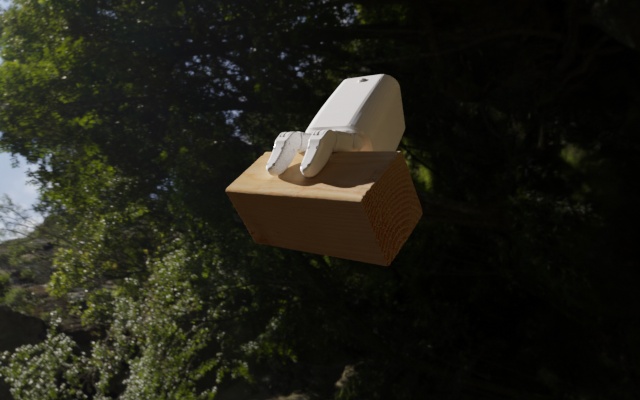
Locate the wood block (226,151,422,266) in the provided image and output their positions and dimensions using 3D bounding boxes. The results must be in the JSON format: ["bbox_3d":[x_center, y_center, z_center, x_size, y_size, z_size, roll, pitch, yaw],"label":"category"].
[{"bbox_3d":[0.000,0.002,0.563,0.206,0.091,0.090,5,42,41],"label":"wood block"}]
